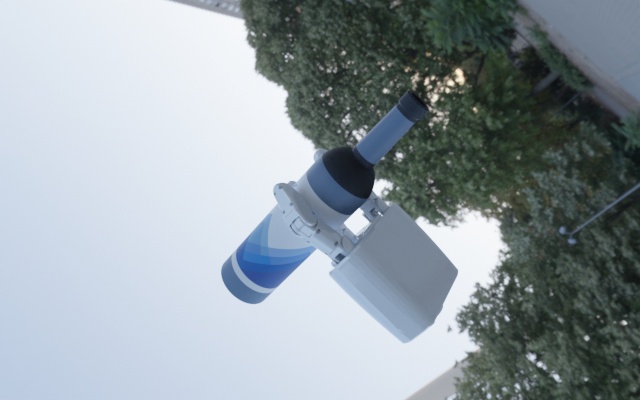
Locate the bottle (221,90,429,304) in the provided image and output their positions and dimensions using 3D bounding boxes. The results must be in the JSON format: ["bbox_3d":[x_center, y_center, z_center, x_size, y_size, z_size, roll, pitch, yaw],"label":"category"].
[{"bbox_3d":[0.000,0.002,0.509,0.296,0.069,0.069,-46,-25,26],"label":"bottle"}]
